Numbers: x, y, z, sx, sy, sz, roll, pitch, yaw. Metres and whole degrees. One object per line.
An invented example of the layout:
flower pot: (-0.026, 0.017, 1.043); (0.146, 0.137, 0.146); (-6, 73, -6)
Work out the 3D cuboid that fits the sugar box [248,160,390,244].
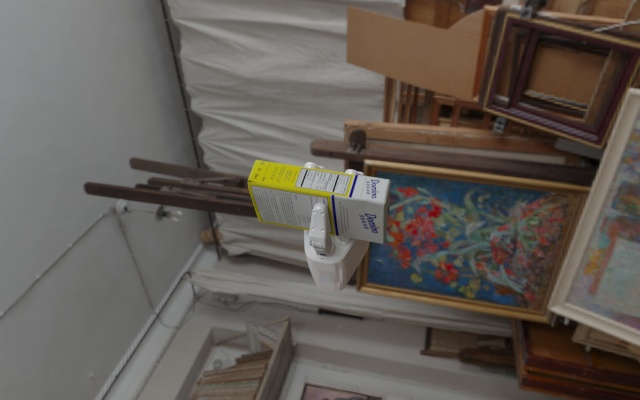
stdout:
sugar box: (0.000, 0.002, 0.619); (0.176, 0.048, 0.093); (8, -35, 11)
